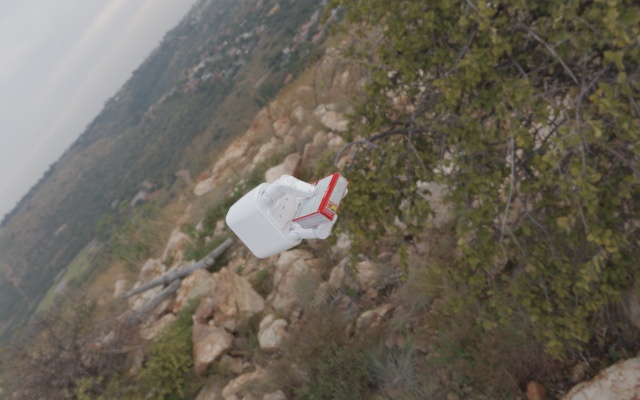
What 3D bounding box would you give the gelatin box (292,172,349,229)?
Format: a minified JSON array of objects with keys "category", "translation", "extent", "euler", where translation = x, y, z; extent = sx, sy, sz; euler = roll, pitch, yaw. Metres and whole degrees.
[{"category":"gelatin box","translation":[0.000,0.002,0.750],"extent":[0.030,0.073,0.089],"euler":[35,-27,-20]}]
